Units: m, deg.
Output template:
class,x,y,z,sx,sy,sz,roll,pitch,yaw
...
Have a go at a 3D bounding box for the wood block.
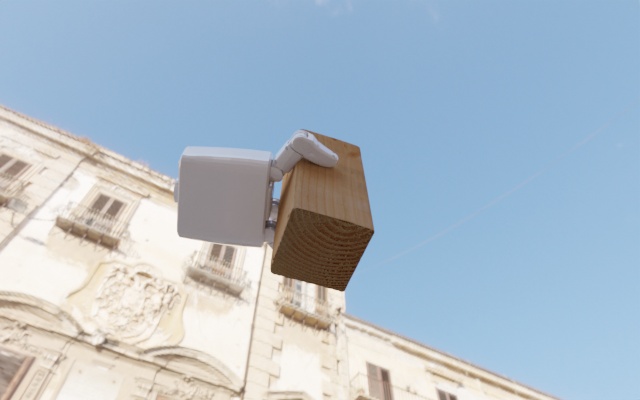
class,x,y,z,sx,sy,sz,roll,pitch,yaw
wood block,0.000,0.001,0.586,0.090,0.091,0.206,16,30,-10
